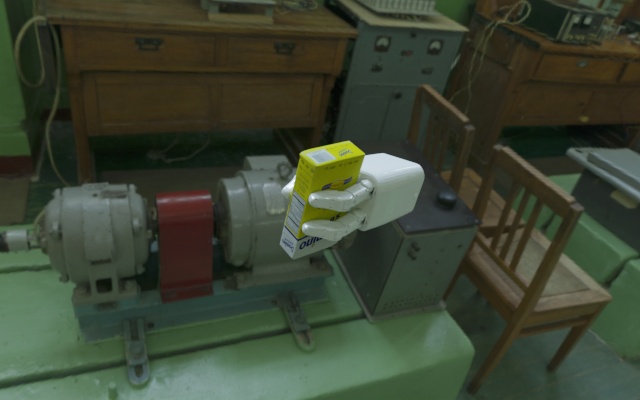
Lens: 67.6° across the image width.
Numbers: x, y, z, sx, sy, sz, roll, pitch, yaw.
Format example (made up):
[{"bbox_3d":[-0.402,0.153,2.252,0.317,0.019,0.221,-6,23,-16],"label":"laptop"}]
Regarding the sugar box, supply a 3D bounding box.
[{"bbox_3d":[0.001,0.003,0.712,0.093,0.176,0.048,-17,44,-35],"label":"sugar box"}]
